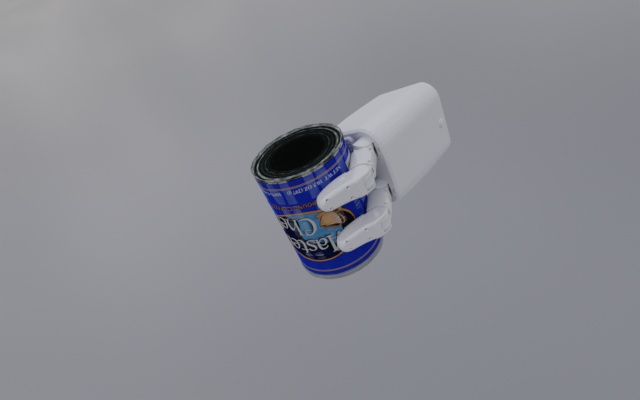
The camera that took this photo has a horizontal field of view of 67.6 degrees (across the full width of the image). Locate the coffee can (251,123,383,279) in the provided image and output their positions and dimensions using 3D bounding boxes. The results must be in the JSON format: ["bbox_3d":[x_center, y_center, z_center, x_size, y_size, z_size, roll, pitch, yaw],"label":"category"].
[{"bbox_3d":[0.000,0.002,0.525,0.103,0.140,0.102,-18,34,12],"label":"coffee can"}]
